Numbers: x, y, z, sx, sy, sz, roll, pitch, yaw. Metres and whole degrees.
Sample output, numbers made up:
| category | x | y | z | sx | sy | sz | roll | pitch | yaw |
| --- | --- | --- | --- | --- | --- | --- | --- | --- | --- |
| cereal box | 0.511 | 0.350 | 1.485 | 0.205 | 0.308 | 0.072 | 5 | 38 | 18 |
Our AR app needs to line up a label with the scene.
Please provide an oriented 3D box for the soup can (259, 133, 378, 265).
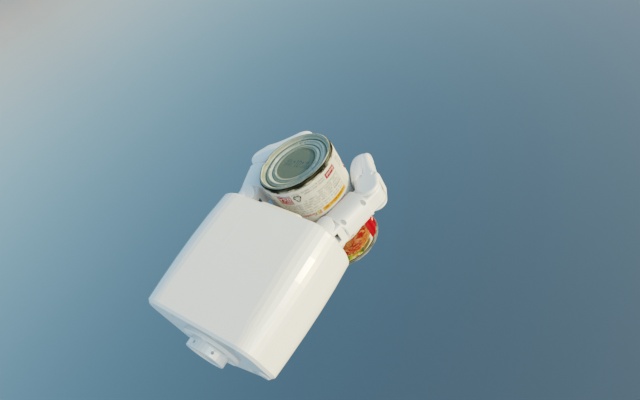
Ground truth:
| category | x | y | z | sx | sy | sz | roll | pitch | yaw |
| --- | --- | --- | --- | --- | --- | --- | --- | --- | --- |
| soup can | 0.000 | 0.001 | 0.414 | 0.068 | 0.068 | 0.102 | 0 | -42 | 35 |
